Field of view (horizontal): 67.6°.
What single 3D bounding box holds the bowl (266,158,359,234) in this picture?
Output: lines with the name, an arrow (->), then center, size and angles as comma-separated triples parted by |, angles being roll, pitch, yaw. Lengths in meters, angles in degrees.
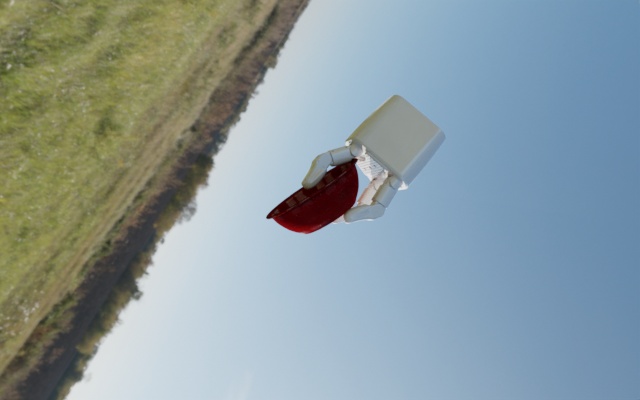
bowl -> -0.001, 0.003, 0.712 | 0.162, 0.055, 0.162 | -32, 8, 5
